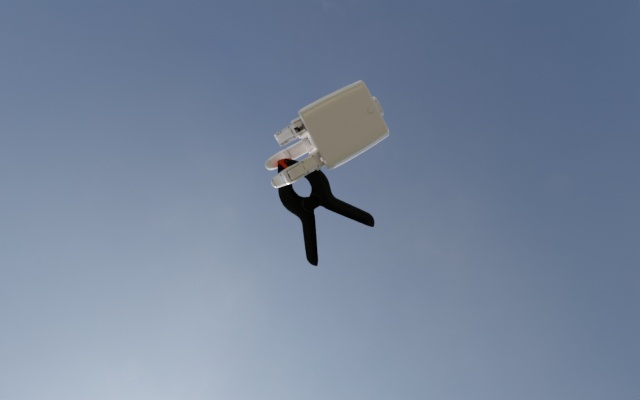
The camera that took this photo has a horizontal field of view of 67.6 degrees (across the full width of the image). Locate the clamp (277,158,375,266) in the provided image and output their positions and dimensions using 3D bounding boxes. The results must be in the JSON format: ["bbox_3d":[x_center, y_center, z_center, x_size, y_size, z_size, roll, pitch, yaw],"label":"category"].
[{"bbox_3d":[0.000,0.002,0.727,0.120,0.171,0.039,-28,6,2],"label":"clamp"}]
